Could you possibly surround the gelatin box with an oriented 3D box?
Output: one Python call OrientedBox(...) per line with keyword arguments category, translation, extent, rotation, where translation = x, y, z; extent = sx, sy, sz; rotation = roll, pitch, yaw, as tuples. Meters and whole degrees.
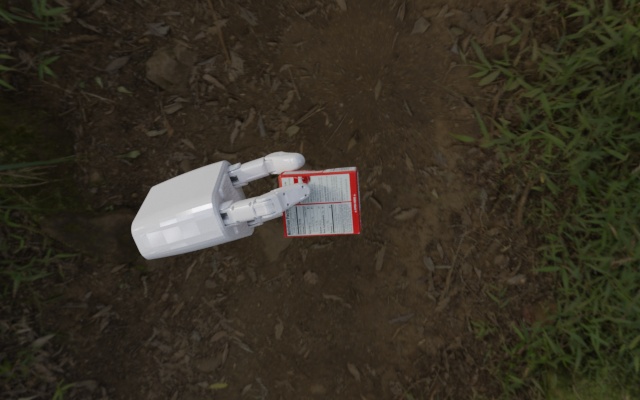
OrientedBox(category="gelatin box", translation=(0.000, 0.002, 0.543), extent=(0.089, 0.073, 0.030), rotation=(-3, 13, 8))
